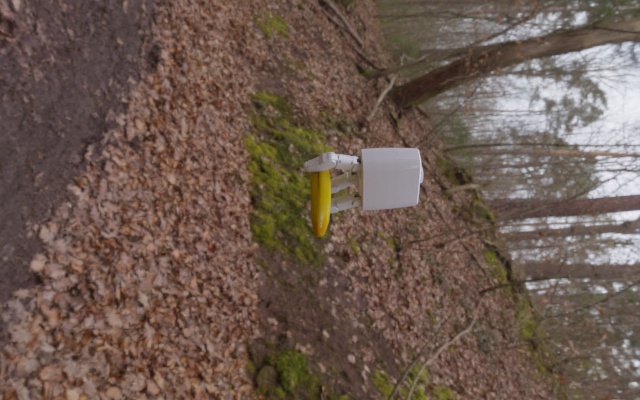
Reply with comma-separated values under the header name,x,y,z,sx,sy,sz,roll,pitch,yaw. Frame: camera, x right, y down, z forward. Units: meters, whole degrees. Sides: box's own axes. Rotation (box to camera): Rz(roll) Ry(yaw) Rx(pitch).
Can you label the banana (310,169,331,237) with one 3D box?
name,x,y,z,sx,sy,sz,roll,pitch,yaw
banana,0.000,-0.015,0.855,0.037,0.070,0.197,-1,30,-1
